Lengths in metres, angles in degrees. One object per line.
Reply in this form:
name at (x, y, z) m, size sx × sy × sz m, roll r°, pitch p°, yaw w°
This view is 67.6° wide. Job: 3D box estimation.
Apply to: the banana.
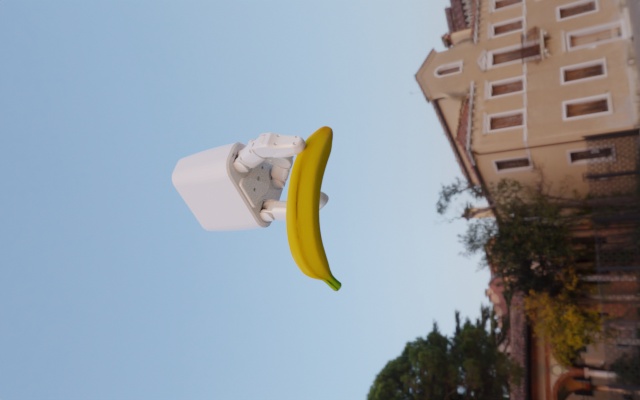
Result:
banana at (-0.010, 0.002, 0.541) m, size 0.037 × 0.197 × 0.069 m, roll -9°, pitch -15°, yaw 32°
